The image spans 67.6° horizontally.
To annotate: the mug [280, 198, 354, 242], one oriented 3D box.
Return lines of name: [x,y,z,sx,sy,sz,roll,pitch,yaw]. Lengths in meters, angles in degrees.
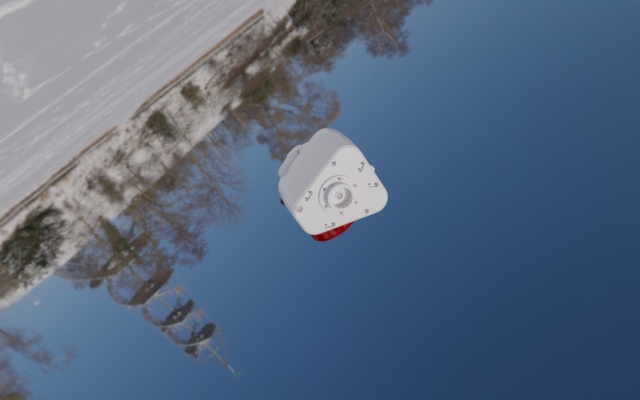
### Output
mug: [0.000,0.002,0.712,0.093,0.081,0.117,-36,20,1]
